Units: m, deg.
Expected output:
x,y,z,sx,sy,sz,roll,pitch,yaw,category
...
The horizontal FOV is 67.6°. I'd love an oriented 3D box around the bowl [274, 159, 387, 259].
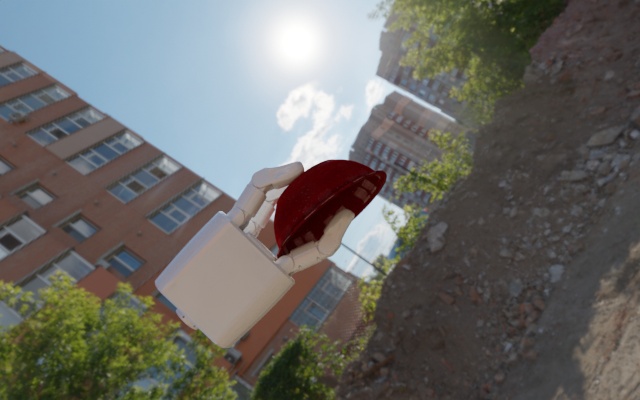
x,y,z,sx,sy,sz,roll,pitch,yaw,category
0.001,0.001,0.567,0.162,0.055,0.162,-35,-16,-12,bowl
